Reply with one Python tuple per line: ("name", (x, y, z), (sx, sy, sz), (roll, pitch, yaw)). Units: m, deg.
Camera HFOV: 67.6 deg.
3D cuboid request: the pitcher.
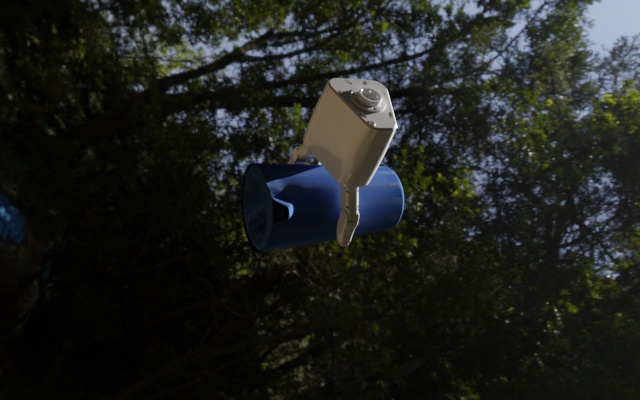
("pitcher", (0.000, 0.002, 0.758), (0.243, 0.149, 0.145), (-4, -40, -27))
